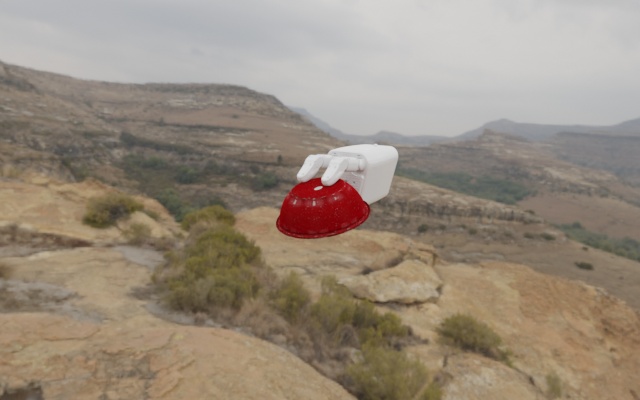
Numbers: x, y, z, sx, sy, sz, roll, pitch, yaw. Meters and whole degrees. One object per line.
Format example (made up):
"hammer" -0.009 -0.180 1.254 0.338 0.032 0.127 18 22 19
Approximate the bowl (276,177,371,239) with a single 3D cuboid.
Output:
"bowl" -0.001 0.003 0.793 0.162 0.055 0.162 -8 23 4
